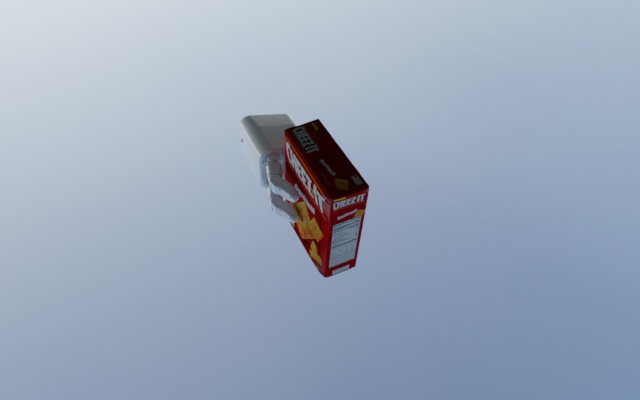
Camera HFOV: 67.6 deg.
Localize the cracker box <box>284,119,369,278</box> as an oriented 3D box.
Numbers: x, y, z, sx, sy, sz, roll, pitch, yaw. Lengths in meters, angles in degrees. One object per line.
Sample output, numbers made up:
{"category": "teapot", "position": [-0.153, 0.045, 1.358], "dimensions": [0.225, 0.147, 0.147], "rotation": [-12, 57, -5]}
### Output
{"category": "cracker box", "position": [0.000, 0.003, 0.788], "dimensions": [0.072, 0.164, 0.214], "rotation": [-20, -36, -19]}
